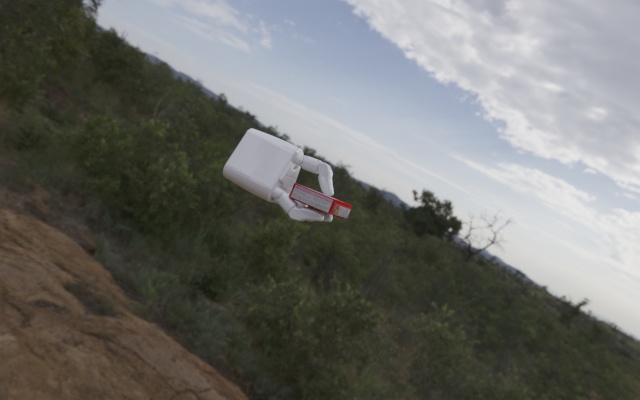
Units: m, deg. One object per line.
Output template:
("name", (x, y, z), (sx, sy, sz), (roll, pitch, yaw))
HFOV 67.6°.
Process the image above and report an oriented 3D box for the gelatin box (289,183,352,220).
("gelatin box", (0.001, 0.002, 0.837), (0.089, 0.030, 0.073), (22, 1, 29))
